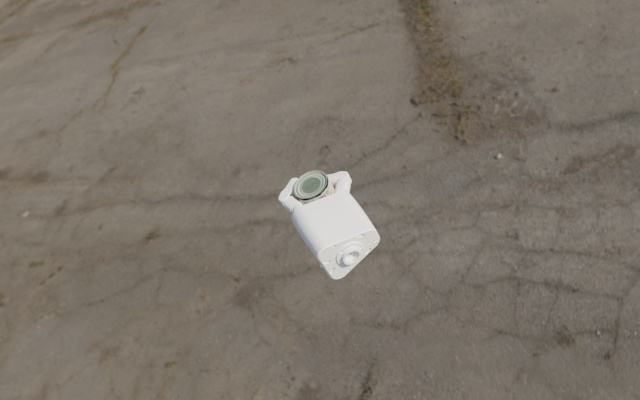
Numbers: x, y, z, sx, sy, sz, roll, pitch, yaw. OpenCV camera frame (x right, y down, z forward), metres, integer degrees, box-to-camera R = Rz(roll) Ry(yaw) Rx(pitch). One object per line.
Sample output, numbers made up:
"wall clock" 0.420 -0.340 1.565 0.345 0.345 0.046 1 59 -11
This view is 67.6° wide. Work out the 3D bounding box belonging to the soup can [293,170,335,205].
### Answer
"soup can" 0.000 0.002 0.869 0.068 0.068 0.102 0 -38 27
